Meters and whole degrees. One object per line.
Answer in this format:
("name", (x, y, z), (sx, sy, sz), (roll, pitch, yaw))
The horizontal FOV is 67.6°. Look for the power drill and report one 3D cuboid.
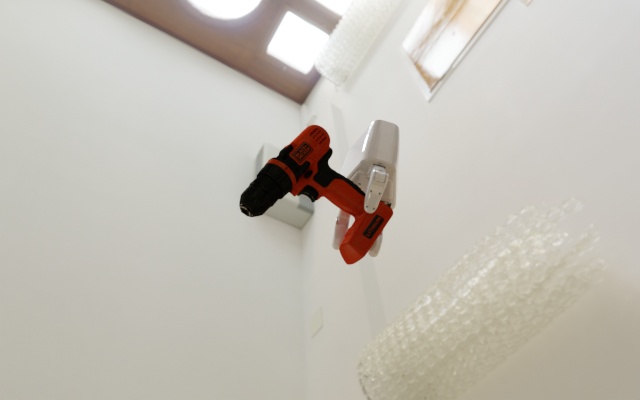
("power drill", (0.001, 0.002, 0.680), (0.184, 0.187, 0.057), (-49, 6, -30))
